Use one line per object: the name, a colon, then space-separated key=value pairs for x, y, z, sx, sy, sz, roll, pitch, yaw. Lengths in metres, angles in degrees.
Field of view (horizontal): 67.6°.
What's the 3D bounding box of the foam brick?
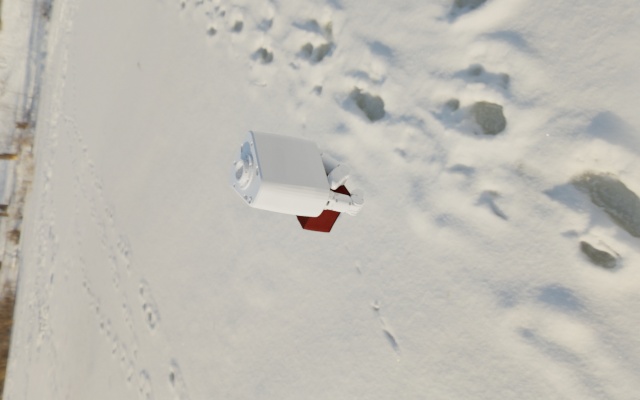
foam brick: x=0.000 y=0.003 z=0.729 sx=0.051 sy=0.078 sz=0.053 roll=7 pitch=35 yaw=-33
